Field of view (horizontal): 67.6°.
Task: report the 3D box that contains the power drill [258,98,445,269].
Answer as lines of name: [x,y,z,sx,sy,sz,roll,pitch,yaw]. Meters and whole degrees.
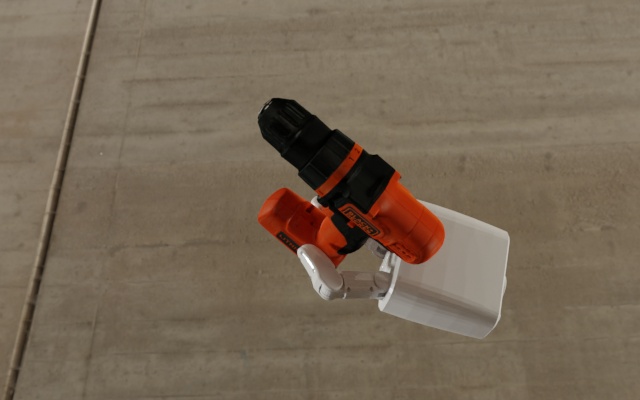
power drill: [0.000,0.002,0.450,0.184,0.057,0.188,41,-24,-7]
